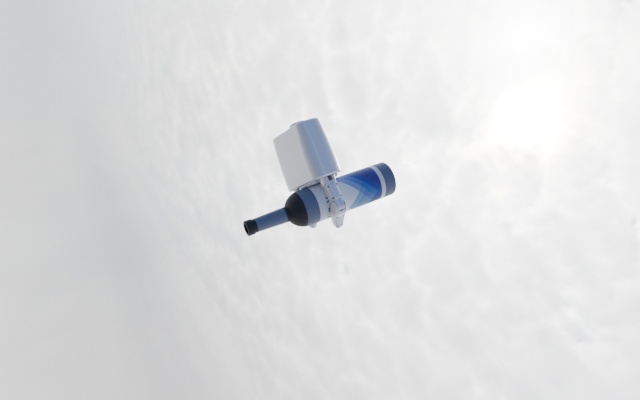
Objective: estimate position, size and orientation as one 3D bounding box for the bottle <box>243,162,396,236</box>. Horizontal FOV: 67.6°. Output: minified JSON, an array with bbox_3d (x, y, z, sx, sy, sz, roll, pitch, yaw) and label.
[{"bbox_3d":[0.000,0.003,0.875,0.295,0.069,0.069,-20,8,-23],"label":"bottle"}]
